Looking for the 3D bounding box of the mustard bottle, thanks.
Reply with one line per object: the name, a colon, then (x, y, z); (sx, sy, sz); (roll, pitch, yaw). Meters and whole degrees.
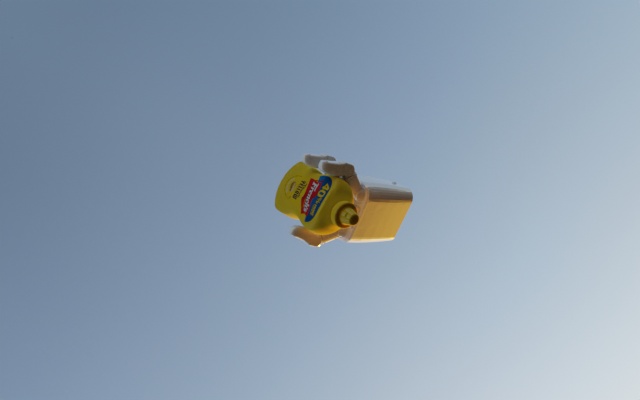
mustard bottle: (0.000, 0.002, 0.759); (0.058, 0.096, 0.191); (32, -2, -36)
